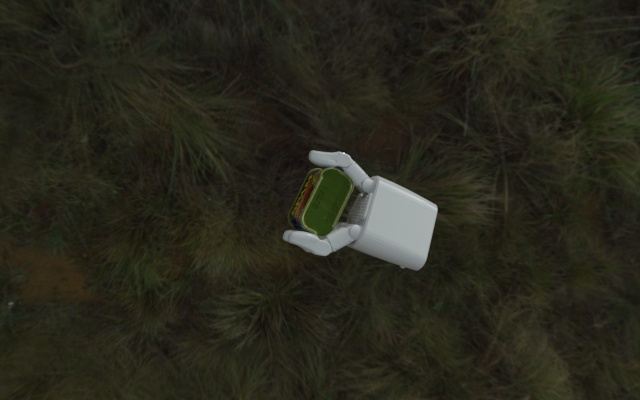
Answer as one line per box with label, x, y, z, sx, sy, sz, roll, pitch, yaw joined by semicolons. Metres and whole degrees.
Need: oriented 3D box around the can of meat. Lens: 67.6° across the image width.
can of meat;0.000;0.002;0.695;0.057;0.102;0.084;27;-6;-12
